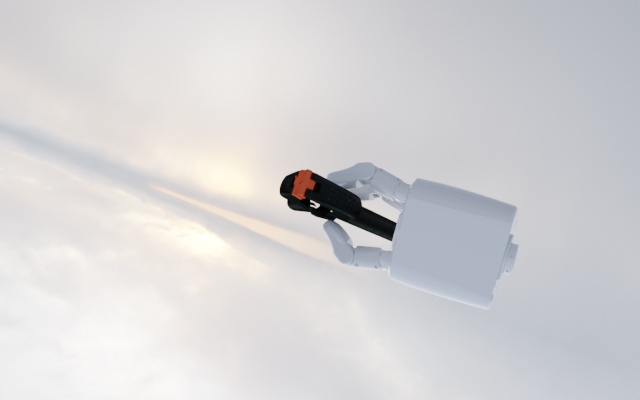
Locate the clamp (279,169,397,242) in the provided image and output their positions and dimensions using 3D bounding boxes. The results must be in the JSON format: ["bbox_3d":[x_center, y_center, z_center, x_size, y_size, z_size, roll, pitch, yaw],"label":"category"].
[{"bbox_3d":[0.000,0.003,0.563,0.164,0.036,0.210,15,-8,25],"label":"clamp"}]
